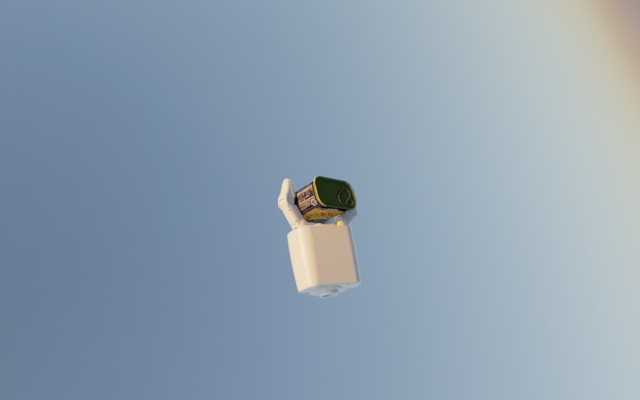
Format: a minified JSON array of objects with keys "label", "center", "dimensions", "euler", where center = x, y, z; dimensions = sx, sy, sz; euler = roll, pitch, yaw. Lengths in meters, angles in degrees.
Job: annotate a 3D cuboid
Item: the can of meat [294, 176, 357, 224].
[{"label":"can of meat","center":[0.000,0.003,0.868],"dimensions":[0.102,0.057,0.084],"euler":[8,-29,-45]}]
